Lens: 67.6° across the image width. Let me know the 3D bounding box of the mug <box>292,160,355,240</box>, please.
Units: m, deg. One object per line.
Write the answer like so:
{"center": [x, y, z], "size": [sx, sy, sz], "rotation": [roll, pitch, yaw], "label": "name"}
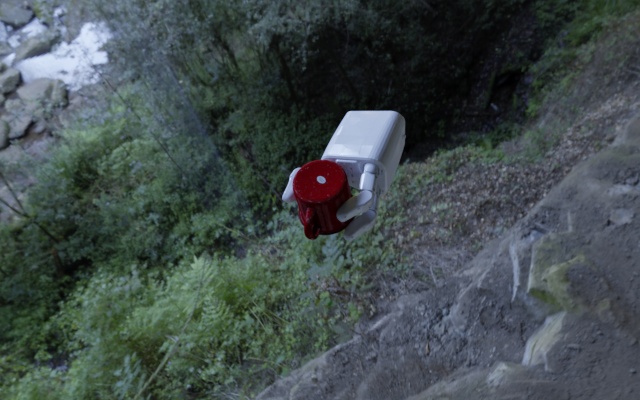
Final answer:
{"center": [-0.001, 0.003, 0.712], "size": [0.093, 0.117, 0.082], "rotation": [14, -30, 19], "label": "mug"}
